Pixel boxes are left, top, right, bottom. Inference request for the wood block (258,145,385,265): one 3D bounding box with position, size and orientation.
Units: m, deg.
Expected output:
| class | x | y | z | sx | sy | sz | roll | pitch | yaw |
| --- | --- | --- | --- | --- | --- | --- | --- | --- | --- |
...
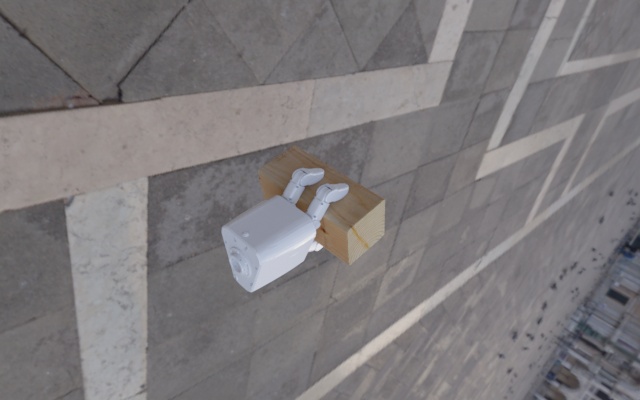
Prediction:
| class | x | y | z | sx | sy | sz | roll | pitch | yaw |
| --- | --- | --- | --- | --- | --- | --- | --- | --- | --- |
| wood block | 0.000 | 0.003 | 0.801 | 0.206 | 0.091 | 0.090 | 34 | 58 | 32 |
